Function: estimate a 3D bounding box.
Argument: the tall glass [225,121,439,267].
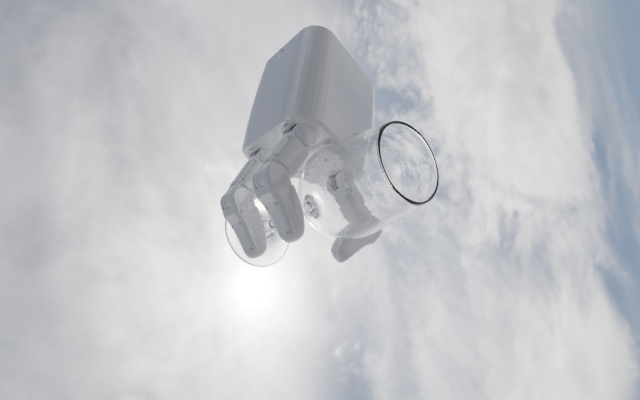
[{"bbox_3d":[0.000,0.002,0.402,0.079,0.079,0.201,0,-16,-40],"label":"tall glass"}]
